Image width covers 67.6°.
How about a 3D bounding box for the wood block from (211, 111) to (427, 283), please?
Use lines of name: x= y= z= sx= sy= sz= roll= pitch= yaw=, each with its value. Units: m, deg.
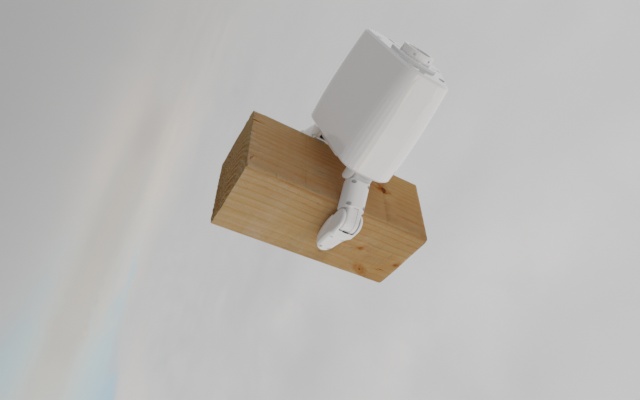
wood block: x=0.000 y=0.002 z=0.513 sx=0.206 sy=0.090 sz=0.090 roll=22 pitch=-49 yaw=-21
